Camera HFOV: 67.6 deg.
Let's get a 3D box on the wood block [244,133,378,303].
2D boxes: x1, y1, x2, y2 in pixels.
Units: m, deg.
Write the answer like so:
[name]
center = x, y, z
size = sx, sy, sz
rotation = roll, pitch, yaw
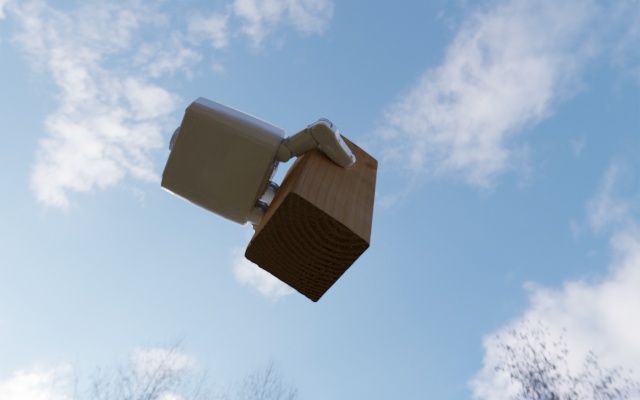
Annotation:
[wood block]
center = 0.000, 0.001, 0.533
size = 0.090, 0.091, 0.206
rotation = 34, 27, -9
